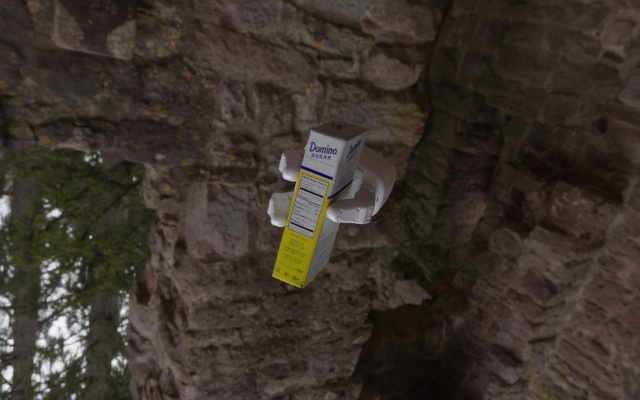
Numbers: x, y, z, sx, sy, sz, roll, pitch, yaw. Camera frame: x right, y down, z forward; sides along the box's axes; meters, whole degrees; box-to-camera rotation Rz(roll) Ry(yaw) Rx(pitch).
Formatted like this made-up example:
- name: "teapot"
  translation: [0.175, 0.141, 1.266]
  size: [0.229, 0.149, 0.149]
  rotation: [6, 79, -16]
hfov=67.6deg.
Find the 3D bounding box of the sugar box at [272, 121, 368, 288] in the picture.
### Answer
- name: "sugar box"
  translation: [0.000, 0.002, 0.539]
  size: [0.048, 0.176, 0.093]
  rotation: [19, 20, 15]
